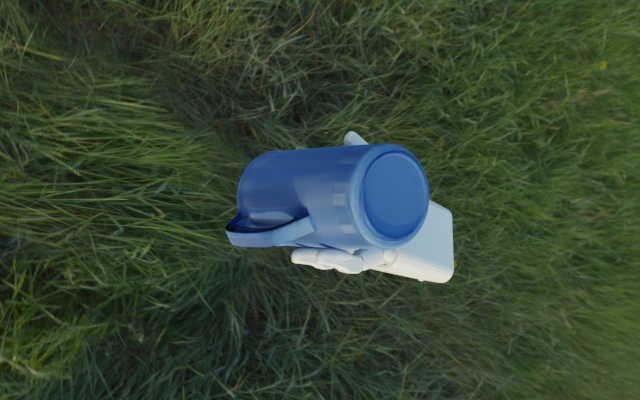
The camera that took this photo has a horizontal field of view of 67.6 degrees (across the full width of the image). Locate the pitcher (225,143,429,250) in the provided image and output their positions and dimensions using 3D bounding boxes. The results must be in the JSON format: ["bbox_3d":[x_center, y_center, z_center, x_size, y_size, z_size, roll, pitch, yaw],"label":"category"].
[{"bbox_3d":[0.000,0.002,0.569,0.145,0.149,0.243,21,-12,-32],"label":"pitcher"}]
